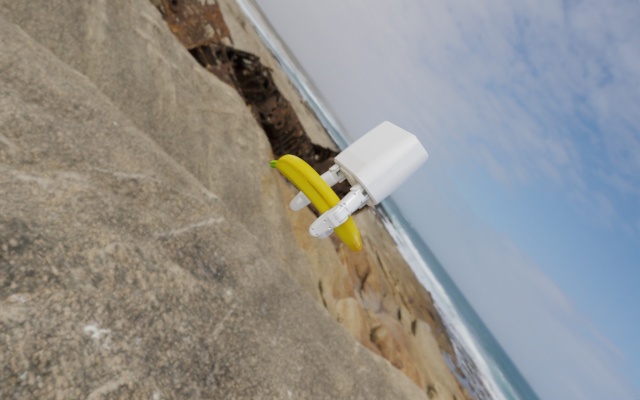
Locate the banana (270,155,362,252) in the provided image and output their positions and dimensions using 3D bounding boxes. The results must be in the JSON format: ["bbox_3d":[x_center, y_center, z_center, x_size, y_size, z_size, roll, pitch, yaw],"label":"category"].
[{"bbox_3d":[-0.001,-0.004,0.719,0.037,0.198,0.070,-41,-8,-12],"label":"banana"}]
